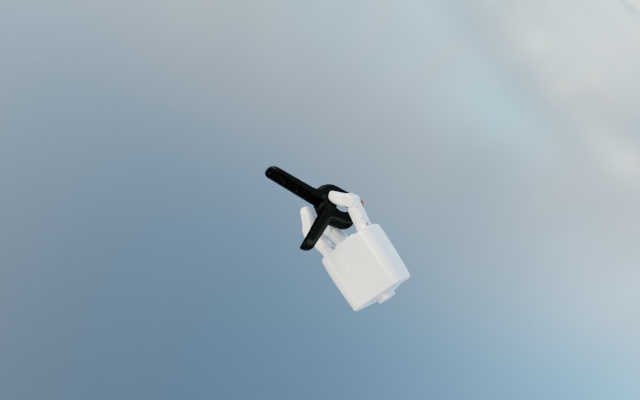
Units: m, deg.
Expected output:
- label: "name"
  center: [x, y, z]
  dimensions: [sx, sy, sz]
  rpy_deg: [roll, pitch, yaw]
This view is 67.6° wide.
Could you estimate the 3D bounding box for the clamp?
- label: "clamp"
  center: [0.001, 0.003, 0.861]
  dimensions: [0.210, 0.164, 0.036]
  rpy_deg: [-9, -27, -51]
